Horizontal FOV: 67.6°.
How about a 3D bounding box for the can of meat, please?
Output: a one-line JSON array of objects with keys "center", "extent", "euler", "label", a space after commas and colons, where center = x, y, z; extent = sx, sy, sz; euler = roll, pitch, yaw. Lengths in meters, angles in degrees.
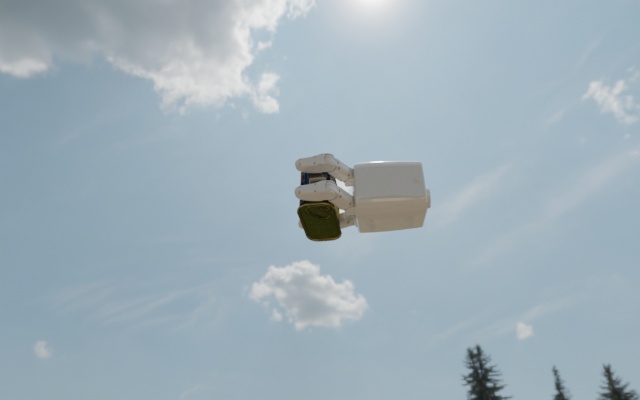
[{"center": [0.000, 0.002, 0.753], "extent": [0.057, 0.084, 0.102], "euler": [-6, -37, 9], "label": "can of meat"}]
